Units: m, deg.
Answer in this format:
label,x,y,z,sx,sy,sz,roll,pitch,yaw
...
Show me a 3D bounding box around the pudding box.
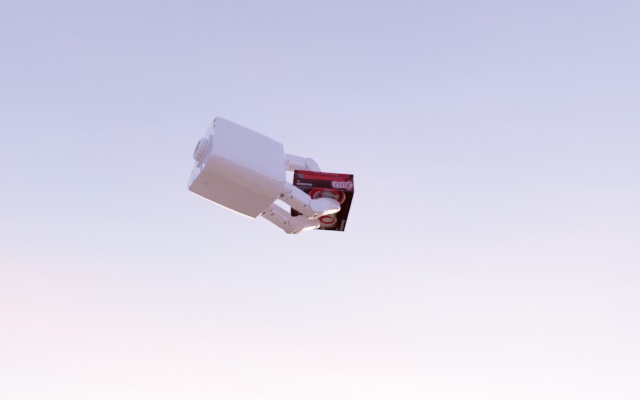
label,x,y,z,sx,sy,sz,roll,pitch,yaw
pudding box,0.000,0.002,0.727,0.090,0.039,0.114,5,-34,-3
